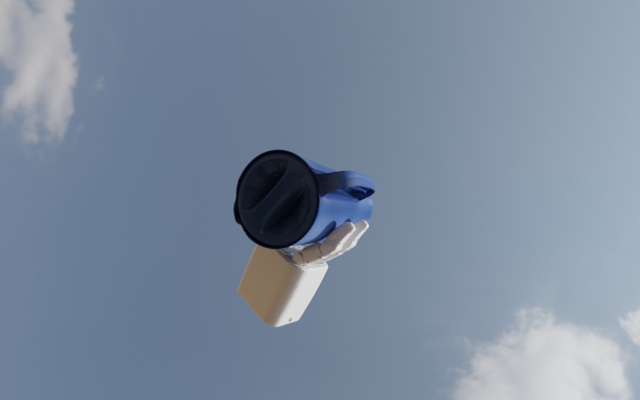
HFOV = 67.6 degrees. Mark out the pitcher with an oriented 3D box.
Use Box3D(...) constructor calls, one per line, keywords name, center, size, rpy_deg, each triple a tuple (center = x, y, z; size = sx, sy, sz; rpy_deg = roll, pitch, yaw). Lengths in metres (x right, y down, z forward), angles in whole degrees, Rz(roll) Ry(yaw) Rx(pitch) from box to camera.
Box3D(name="pitcher", center=(0.000, 0.003, 0.730), size=(0.149, 0.145, 0.243), rpy_deg=(30, 11, 25))
